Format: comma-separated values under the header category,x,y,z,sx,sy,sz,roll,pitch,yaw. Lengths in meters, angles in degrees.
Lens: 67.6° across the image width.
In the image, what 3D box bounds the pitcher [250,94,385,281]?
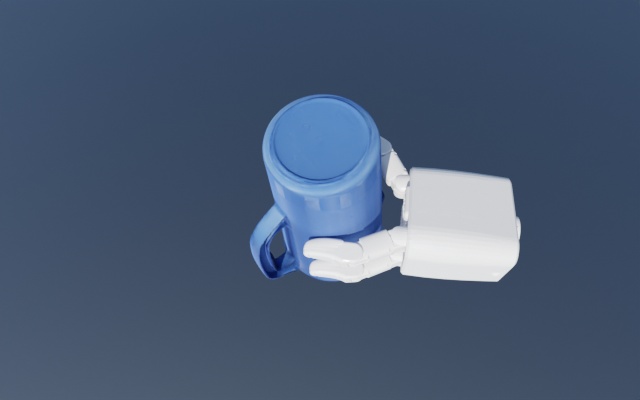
category,x,y,z,sx,sy,sz,roll,pitch,yaw
pitcher,0.000,0.002,0.529,0.145,0.149,0.243,7,-24,8
